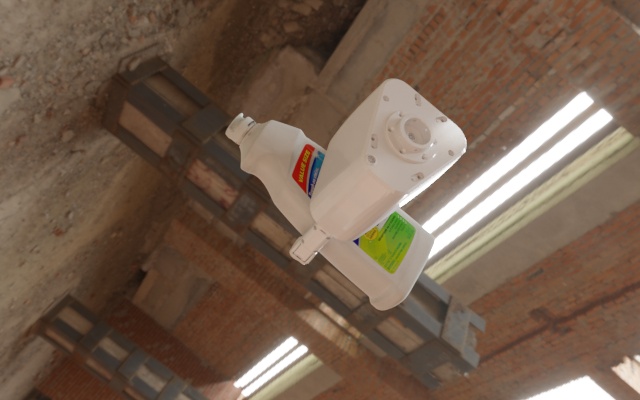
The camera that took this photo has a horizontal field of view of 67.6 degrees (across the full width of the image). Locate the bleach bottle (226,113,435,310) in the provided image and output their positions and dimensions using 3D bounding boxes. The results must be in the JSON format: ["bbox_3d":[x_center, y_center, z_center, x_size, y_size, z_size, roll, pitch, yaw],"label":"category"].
[{"bbox_3d":[0.000,0.002,0.515,0.251,0.102,0.068,39,-31,-3],"label":"bleach bottle"}]
